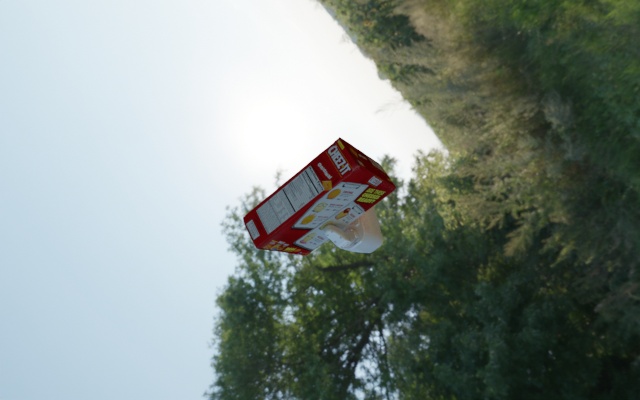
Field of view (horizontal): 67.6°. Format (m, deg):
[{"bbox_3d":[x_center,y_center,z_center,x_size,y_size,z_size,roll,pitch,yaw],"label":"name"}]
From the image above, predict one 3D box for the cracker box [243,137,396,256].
[{"bbox_3d":[0.000,0.003,0.801,0.214,0.072,0.164,-39,-25,16],"label":"cracker box"}]
